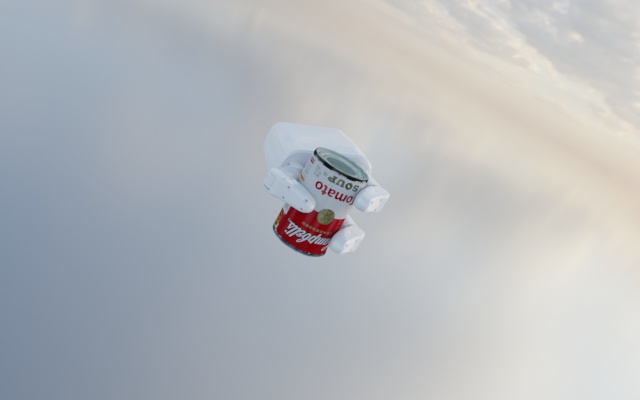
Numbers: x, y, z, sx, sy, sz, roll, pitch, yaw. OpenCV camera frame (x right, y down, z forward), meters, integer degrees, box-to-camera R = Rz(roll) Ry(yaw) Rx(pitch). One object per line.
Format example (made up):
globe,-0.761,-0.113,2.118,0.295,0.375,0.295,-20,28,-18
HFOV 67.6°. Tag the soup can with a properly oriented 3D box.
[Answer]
soup can,0.000,0.002,0.523,0.068,0.102,0.068,26,20,-10
